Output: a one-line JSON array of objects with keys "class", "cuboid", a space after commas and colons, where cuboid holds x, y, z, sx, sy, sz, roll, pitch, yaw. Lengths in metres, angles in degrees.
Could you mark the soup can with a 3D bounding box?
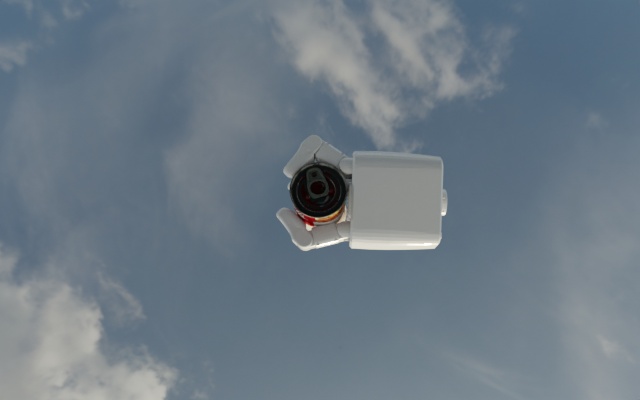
[{"class": "soup can", "cuboid": [0.000, 0.002, 0.596, 0.068, 0.068, 0.102, 0, -17, 3]}]
